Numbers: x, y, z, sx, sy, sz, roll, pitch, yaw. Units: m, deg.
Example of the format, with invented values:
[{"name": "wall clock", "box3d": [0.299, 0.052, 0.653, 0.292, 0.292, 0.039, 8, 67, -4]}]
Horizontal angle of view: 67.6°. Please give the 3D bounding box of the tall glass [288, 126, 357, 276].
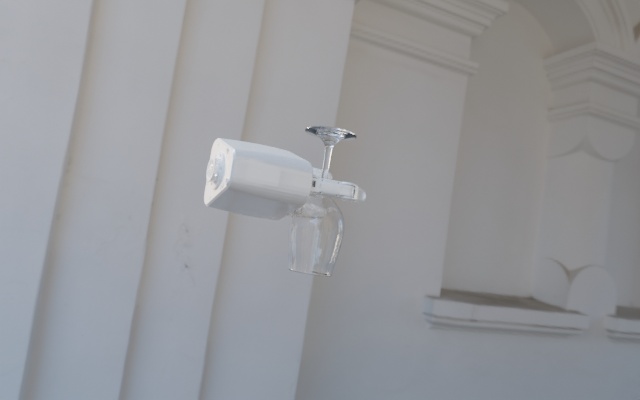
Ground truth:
[{"name": "tall glass", "box3d": [0.000, 0.002, 0.671, 0.079, 0.201, 0.079, 8, -4, 1]}]
